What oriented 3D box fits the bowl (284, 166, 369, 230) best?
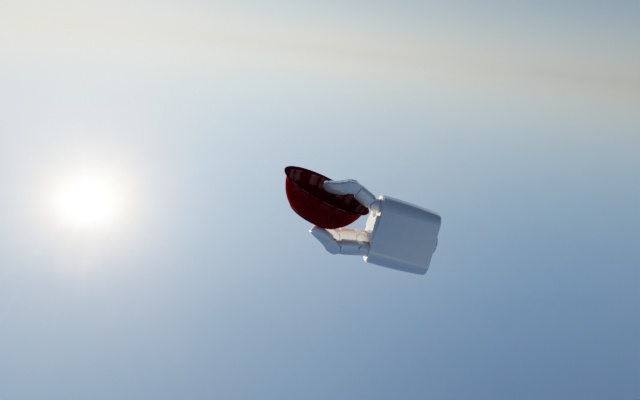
[{"bbox_3d":[-0.001,0.002,0.816,0.162,0.055,0.162,26,16,-8],"label":"bowl"}]
